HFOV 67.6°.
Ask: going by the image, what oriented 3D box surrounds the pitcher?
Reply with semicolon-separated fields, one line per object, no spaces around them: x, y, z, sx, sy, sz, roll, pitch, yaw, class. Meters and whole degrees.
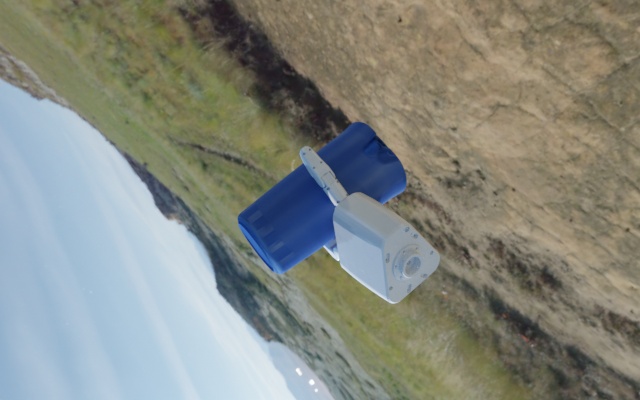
0.000;0.002;0.731;0.243;0.149;0.145;-36;35;-15;pitcher
